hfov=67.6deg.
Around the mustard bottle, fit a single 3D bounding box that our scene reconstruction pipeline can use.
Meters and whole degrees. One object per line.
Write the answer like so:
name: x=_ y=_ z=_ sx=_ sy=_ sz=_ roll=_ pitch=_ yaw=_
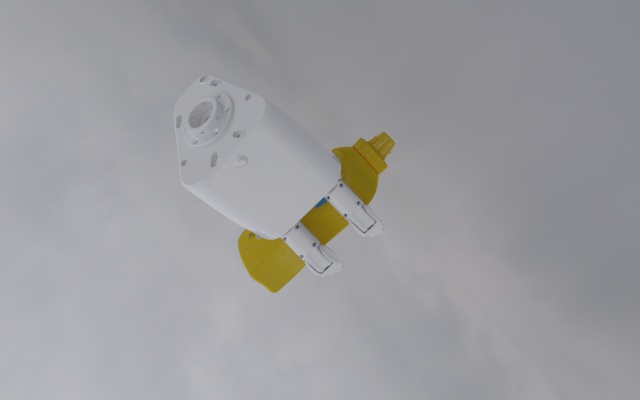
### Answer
mustard bottle: x=0.000 y=0.002 z=0.491 sx=0.058 sy=0.191 sz=0.096 roll=43 pitch=8 yaw=-26
